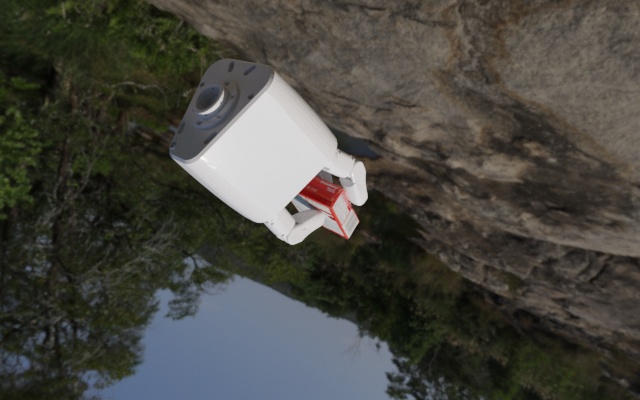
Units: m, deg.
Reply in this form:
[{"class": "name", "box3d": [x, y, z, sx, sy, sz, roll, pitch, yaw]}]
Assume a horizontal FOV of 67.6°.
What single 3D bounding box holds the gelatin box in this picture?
[{"class": "gelatin box", "box3d": [0.000, 0.002, 0.552, 0.073, 0.030, 0.089, 26, -17, 27]}]
